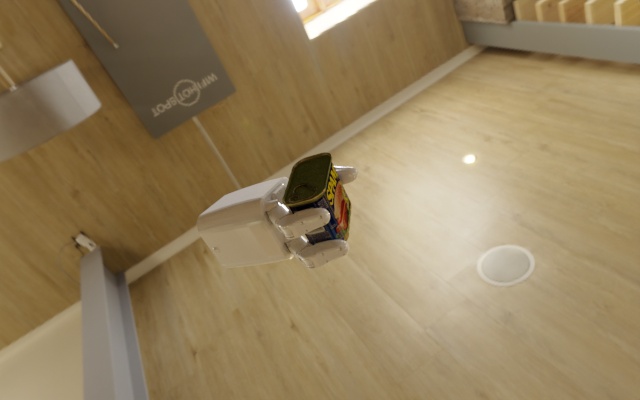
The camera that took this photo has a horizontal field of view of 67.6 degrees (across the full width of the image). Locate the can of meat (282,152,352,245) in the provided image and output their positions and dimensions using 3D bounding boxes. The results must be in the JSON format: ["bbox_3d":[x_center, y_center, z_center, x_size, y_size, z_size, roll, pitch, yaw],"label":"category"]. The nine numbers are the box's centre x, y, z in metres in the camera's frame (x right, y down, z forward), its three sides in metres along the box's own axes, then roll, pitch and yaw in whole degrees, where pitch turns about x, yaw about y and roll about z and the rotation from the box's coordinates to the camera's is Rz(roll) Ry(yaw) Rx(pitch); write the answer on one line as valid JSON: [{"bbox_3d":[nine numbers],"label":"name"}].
[{"bbox_3d":[0.000,0.002,0.616,0.057,0.084,0.102,-15,34,19],"label":"can of meat"}]
